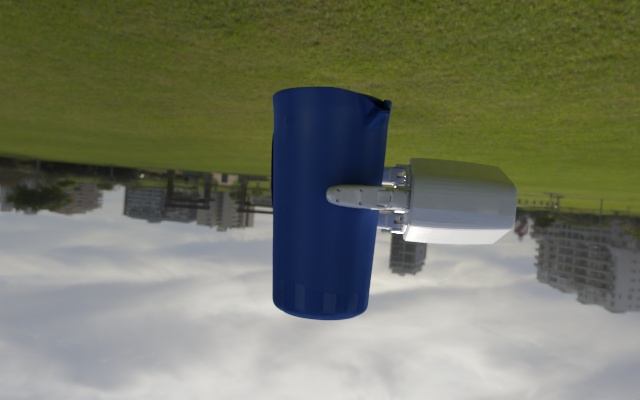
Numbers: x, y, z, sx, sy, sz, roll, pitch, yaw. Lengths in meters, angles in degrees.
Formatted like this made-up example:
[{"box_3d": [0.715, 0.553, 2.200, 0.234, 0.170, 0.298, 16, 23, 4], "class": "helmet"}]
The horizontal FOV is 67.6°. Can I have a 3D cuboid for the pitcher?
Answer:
[{"box_3d": [0.000, 0.002, 0.543, 0.145, 0.243, 0.149, 4, 0, 5], "class": "pitcher"}]
